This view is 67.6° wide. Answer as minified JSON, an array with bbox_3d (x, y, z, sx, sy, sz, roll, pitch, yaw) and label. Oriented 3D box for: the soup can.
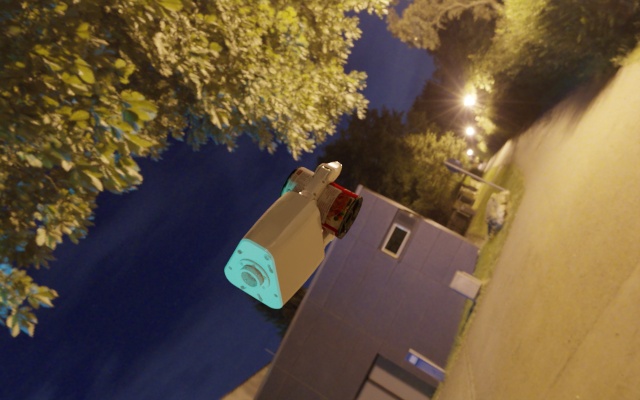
[{"bbox_3d":[0.000,0.002,0.685,0.102,0.068,0.068,28,8,15],"label":"soup can"}]
